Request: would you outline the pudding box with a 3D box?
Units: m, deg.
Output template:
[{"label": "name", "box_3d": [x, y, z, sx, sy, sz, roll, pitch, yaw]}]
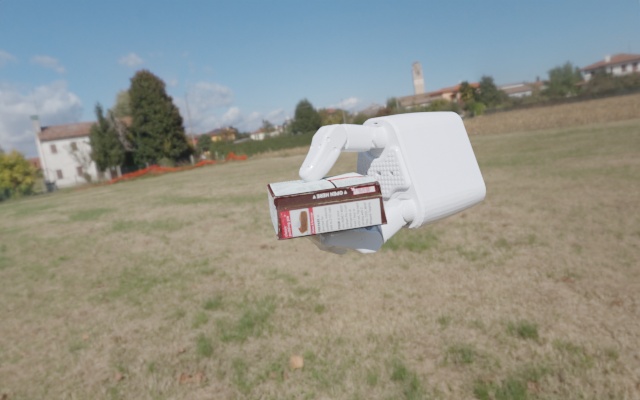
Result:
[{"label": "pudding box", "box_3d": [0.000, 0.001, 0.424, 0.090, 0.039, 0.113, -9, 7, -7]}]
